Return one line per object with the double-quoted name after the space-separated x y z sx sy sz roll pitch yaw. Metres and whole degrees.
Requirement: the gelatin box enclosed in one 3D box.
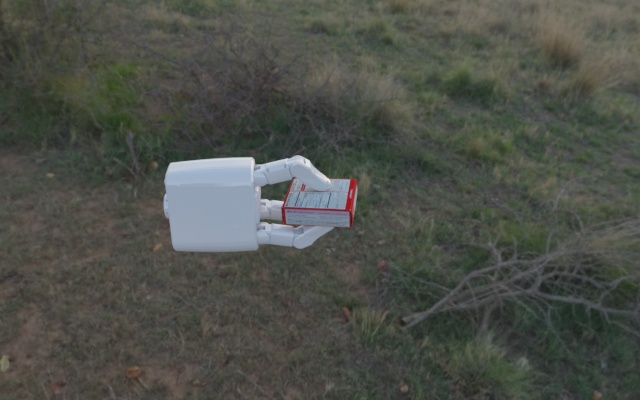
0.000 0.002 0.614 0.089 0.030 0.073 1 34 9 "gelatin box"
